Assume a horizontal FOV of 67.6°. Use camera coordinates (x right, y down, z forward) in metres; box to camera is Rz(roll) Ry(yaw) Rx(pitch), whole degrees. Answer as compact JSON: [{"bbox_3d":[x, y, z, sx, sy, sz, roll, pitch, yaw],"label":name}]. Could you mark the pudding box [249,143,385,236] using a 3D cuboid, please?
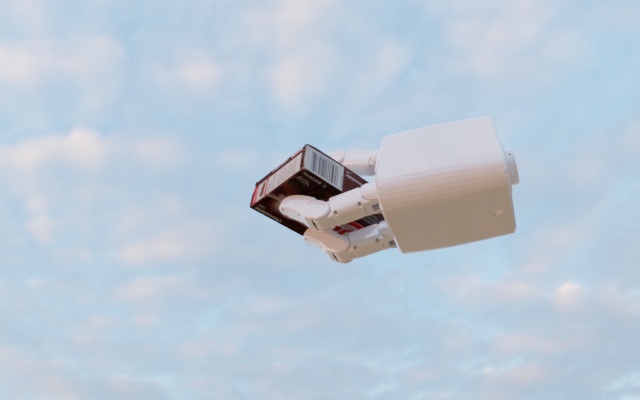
[{"bbox_3d":[0.000,0.001,0.486,0.113,0.039,0.090,33,-44,-26],"label":"pudding box"}]
